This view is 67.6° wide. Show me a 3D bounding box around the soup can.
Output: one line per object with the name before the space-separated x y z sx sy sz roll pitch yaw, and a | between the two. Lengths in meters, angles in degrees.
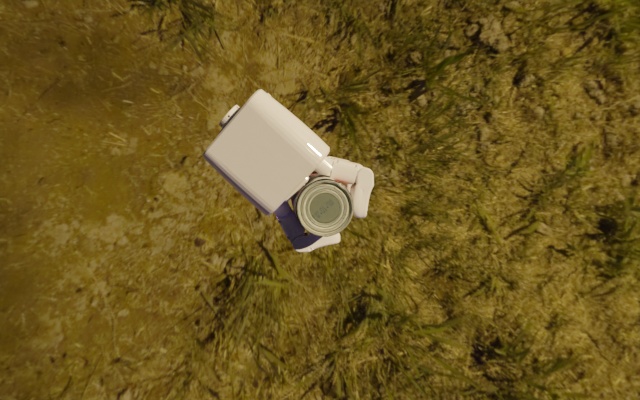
soup can | 0.000 0.002 0.584 0.068 0.068 0.102 0 8 -6
